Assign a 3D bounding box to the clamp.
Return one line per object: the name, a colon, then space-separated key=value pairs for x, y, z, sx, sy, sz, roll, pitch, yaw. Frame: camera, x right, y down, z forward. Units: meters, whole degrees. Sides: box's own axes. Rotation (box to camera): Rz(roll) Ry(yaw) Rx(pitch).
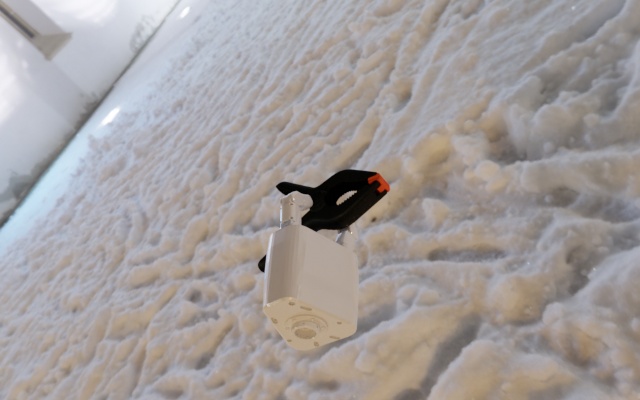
clamp: x=0.000 y=0.002 z=0.680 sx=0.210 sy=0.164 sz=0.036 roll=-27 pitch=-50 yaw=26
